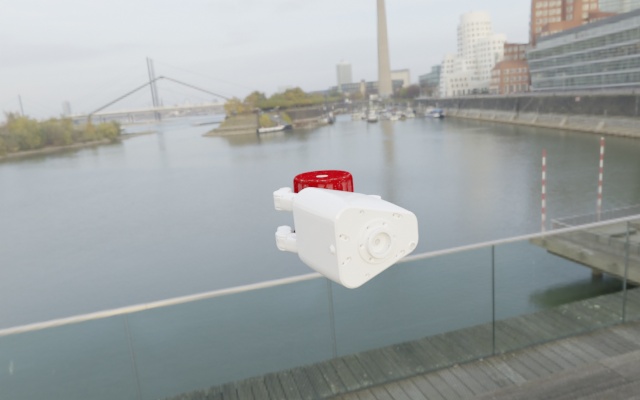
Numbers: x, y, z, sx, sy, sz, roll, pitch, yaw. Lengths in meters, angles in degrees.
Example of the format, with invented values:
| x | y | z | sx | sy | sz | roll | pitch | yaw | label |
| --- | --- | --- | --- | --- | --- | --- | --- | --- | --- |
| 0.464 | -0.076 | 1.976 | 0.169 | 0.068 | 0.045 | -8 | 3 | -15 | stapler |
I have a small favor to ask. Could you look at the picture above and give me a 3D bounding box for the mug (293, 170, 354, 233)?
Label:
| x | y | z | sx | sy | sz | roll | pitch | yaw | label |
| --- | --- | --- | --- | --- | --- | --- | --- | --- | --- |
| -0.001 | 0.002 | 0.665 | 0.093 | 0.081 | 0.117 | -11 | 15 | -26 | mug |
